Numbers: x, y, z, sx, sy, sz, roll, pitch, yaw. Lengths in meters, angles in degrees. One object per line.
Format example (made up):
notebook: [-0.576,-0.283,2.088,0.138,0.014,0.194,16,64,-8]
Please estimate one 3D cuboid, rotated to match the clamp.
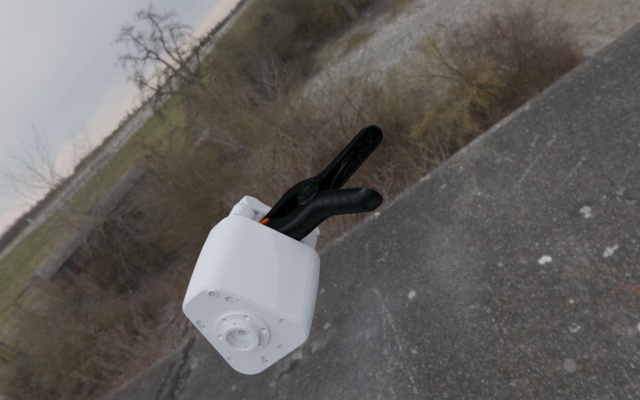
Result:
clamp: [0.000,0.001,0.492,0.171,0.039,0.120,-40,21,24]
